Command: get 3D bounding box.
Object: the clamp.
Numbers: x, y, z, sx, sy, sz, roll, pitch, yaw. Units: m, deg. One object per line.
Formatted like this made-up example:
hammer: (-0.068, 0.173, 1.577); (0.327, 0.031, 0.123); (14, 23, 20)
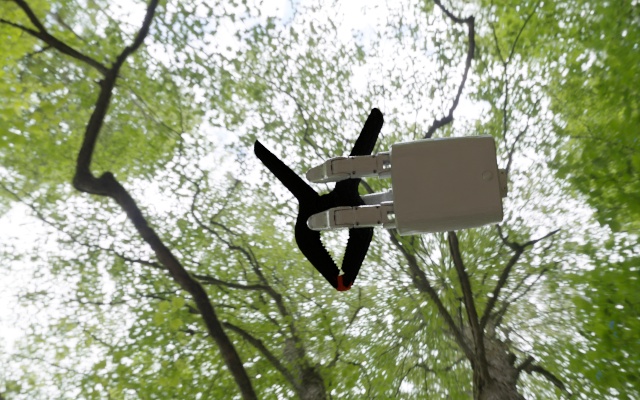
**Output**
clamp: (0.001, 0.002, 0.563); (0.164, 0.210, 0.036); (-6, -11, 17)
